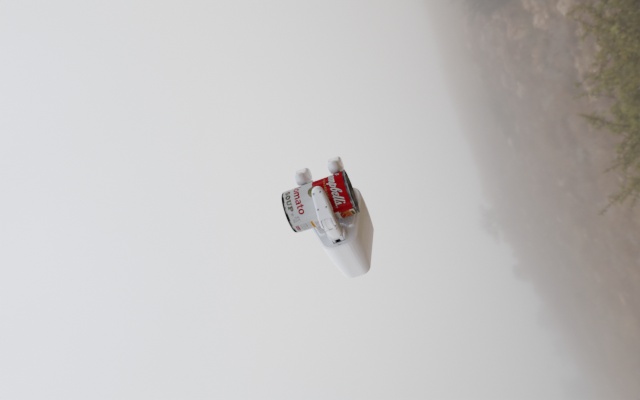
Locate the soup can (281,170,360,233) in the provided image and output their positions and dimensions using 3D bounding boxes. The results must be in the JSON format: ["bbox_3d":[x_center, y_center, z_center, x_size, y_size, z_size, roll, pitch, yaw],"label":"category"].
[{"bbox_3d":[0.000,0.002,0.722,0.102,0.068,0.068,-19,-3,9],"label":"soup can"}]
